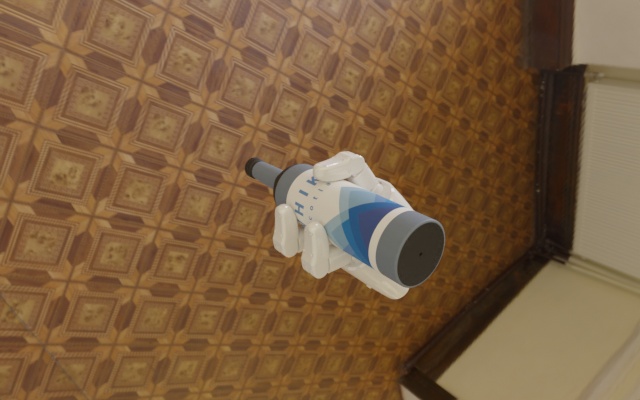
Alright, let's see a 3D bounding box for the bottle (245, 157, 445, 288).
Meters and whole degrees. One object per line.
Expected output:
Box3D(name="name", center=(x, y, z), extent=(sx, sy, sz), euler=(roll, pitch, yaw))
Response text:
Box3D(name="bottle", center=(0.000, 0.002, 0.532), extent=(0.069, 0.069, 0.295), euler=(0, 18, -40))
